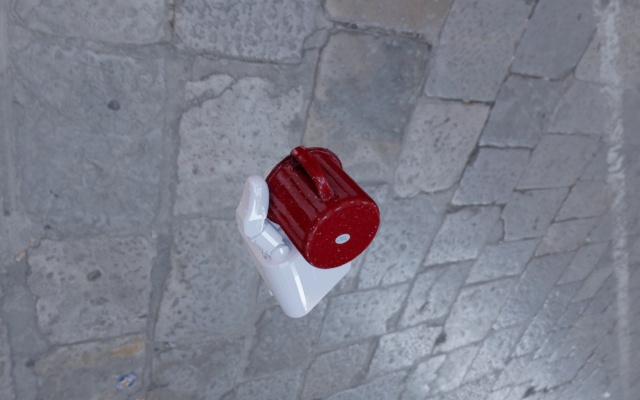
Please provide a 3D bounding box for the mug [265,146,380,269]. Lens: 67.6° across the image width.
[{"bbox_3d":[0.000,0.001,0.438,0.093,0.117,0.081,-28,47,-14],"label":"mug"}]
